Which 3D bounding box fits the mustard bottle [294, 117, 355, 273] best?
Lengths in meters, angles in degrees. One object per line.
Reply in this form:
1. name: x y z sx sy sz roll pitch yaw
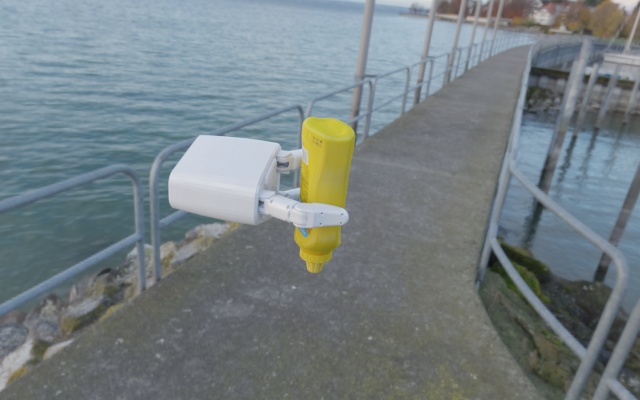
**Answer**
1. mustard bottle: 0.000 0.002 0.581 0.058 0.192 0.096 0 23 -15
